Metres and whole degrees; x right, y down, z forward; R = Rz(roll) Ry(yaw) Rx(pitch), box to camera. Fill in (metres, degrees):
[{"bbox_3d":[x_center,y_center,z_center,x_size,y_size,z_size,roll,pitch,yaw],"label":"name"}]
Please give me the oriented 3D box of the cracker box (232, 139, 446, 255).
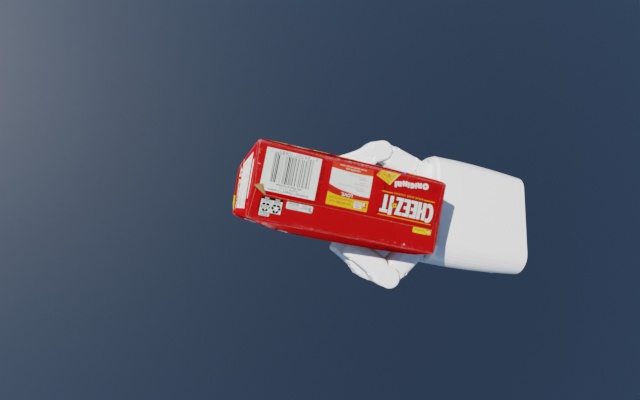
[{"bbox_3d":[0.000,0.001,0.484,0.164,0.072,0.213,12,-4,-13],"label":"cracker box"}]
